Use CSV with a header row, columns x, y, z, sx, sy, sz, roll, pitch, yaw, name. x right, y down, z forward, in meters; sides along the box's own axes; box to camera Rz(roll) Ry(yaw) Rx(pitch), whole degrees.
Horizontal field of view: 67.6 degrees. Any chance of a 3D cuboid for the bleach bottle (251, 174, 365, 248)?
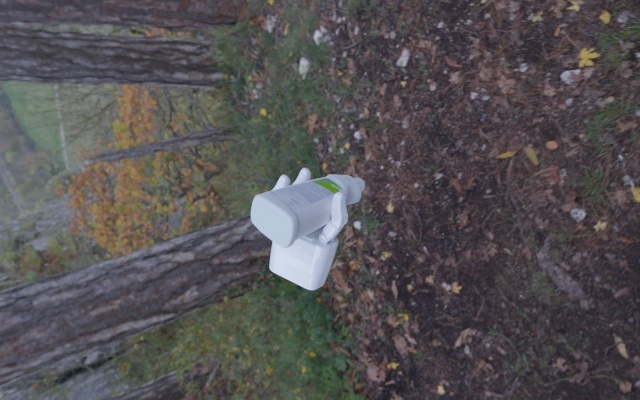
x,y,z,sx,sy,sz,roll,pitch,yaw,name
0.000,0.003,0.857,0.102,0.068,0.251,34,35,31,bleach bottle
